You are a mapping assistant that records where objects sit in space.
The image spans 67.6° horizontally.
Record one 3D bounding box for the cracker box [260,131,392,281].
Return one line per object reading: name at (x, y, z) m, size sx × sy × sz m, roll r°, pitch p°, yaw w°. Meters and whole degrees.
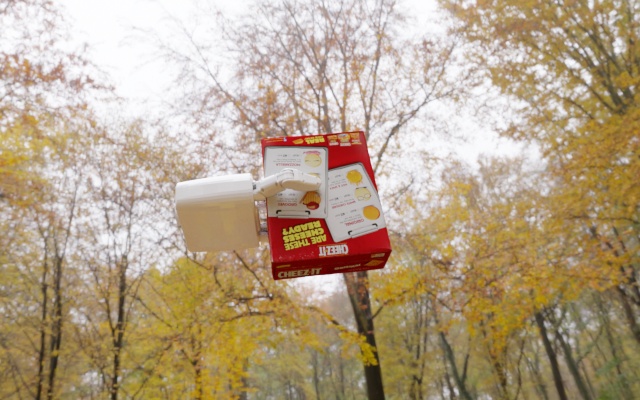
cracker box at (0.000, 0.002, 0.707) m, size 0.164 × 0.213 × 0.072 m, roll -5°, pitch -32°, yaw -6°
